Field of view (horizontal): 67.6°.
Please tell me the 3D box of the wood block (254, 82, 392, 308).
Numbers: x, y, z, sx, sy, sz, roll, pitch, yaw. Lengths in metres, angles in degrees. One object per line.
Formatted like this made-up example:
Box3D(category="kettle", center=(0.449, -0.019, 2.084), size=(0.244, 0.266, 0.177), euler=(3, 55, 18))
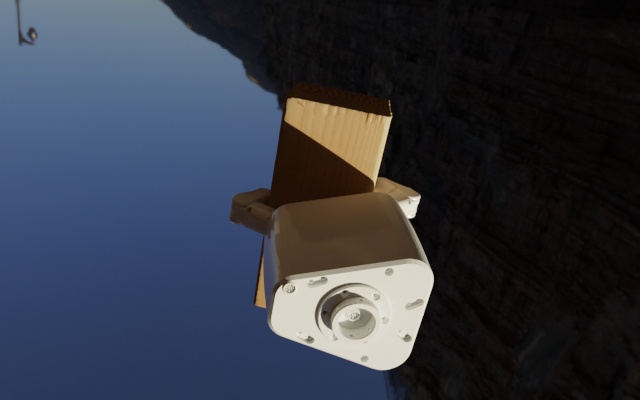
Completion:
Box3D(category="wood block", center=(0.000, 0.002, 0.462), size=(0.091, 0.206, 0.090), euler=(12, 22, 2))
